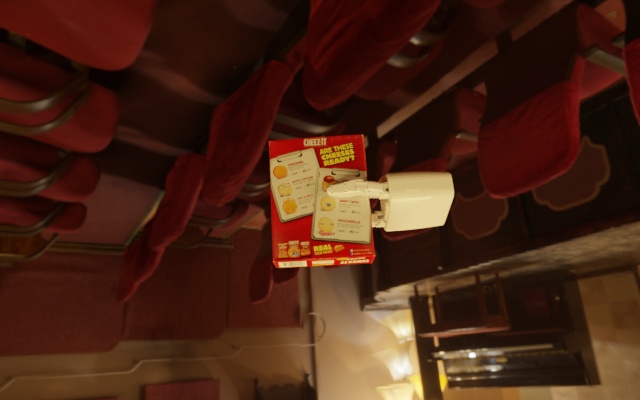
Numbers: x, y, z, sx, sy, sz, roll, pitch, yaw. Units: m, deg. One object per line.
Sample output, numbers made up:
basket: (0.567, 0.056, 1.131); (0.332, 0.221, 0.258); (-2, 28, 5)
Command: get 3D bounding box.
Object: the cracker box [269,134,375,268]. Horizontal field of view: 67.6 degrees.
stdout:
cracker box: (0.000, 0.003, 0.809); (0.164, 0.213, 0.072); (-4, -19, -1)
